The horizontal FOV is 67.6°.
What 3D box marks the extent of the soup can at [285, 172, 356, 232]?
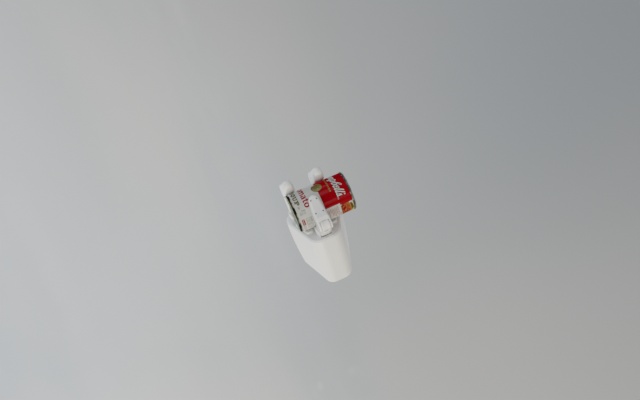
[{"bbox_3d":[0.000,0.002,0.803,0.102,0.068,0.068,-23,3,-6],"label":"soup can"}]
